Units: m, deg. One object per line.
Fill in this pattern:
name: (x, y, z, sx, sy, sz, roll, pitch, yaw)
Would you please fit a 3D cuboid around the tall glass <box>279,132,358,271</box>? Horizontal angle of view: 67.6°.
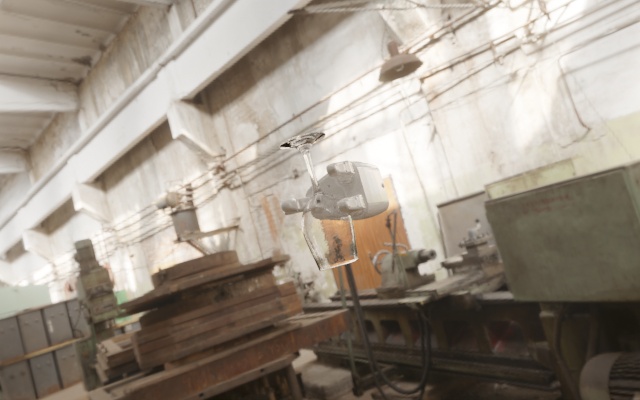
tall glass: (0.000, 0.002, 0.728, 0.079, 0.201, 0.079, -16, -6, -2)
